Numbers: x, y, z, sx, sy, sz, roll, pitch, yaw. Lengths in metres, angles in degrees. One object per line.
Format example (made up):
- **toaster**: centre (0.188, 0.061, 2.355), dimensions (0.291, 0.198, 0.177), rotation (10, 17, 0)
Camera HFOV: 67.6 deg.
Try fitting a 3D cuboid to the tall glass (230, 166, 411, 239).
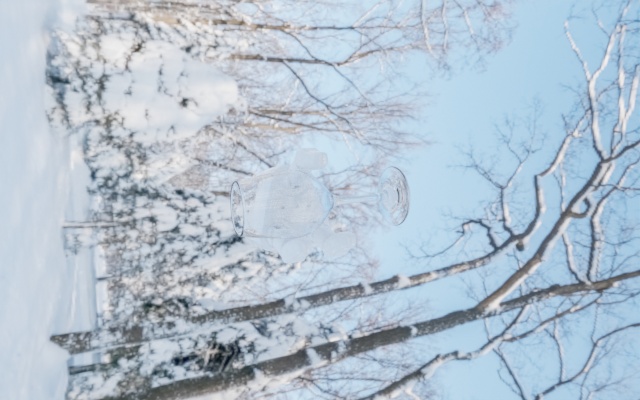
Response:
- **tall glass**: centre (0.001, 0.002, 0.557), dimensions (0.201, 0.079, 0.079), rotation (-5, 2, -23)
